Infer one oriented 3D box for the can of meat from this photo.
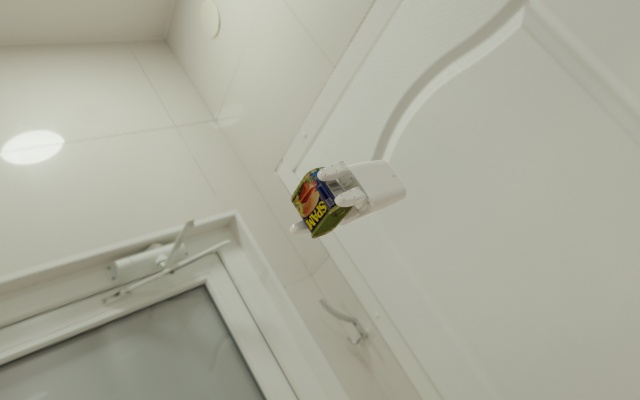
[{"bbox_3d":[0.000,0.003,0.832,0.057,0.084,0.102,-18,-24,-38],"label":"can of meat"}]
